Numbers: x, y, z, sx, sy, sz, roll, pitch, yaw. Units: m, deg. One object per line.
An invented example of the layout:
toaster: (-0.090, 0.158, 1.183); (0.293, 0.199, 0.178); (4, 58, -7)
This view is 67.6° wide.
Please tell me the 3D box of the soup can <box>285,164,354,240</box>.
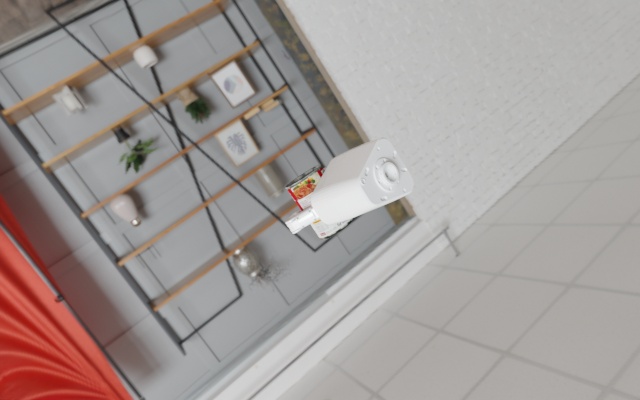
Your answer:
soup can: (0.000, 0.003, 0.762); (0.068, 0.102, 0.068); (-33, 10, 6)
